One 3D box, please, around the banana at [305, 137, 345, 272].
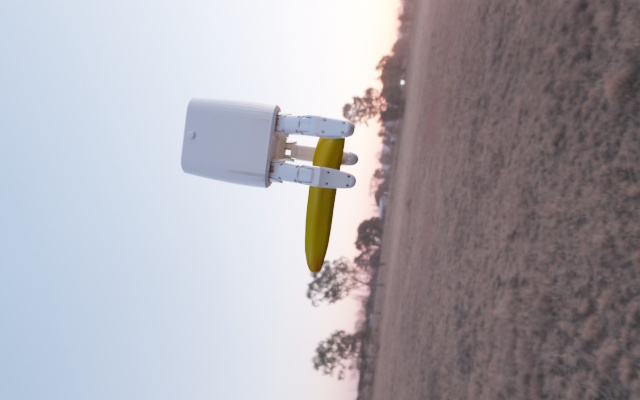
[{"bbox_3d":[0.002,-0.009,0.592,0.037,0.198,0.069,9,25,2],"label":"banana"}]
